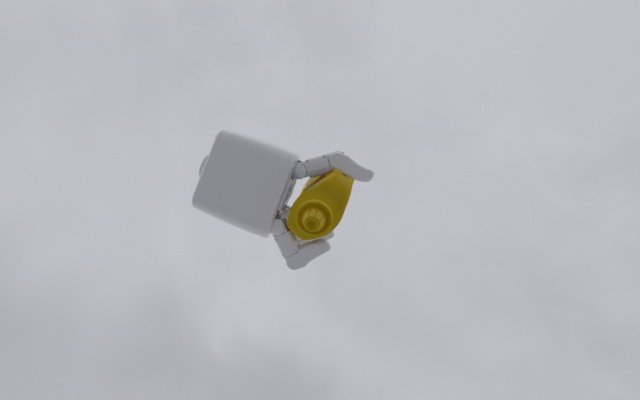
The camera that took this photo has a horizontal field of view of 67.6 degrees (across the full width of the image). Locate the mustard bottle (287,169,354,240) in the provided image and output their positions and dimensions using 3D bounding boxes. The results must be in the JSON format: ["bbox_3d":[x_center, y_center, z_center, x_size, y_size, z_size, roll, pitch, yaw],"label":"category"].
[{"bbox_3d":[0.000,0.002,0.611,0.096,0.058,0.191,-44,6,14],"label":"mustard bottle"}]
